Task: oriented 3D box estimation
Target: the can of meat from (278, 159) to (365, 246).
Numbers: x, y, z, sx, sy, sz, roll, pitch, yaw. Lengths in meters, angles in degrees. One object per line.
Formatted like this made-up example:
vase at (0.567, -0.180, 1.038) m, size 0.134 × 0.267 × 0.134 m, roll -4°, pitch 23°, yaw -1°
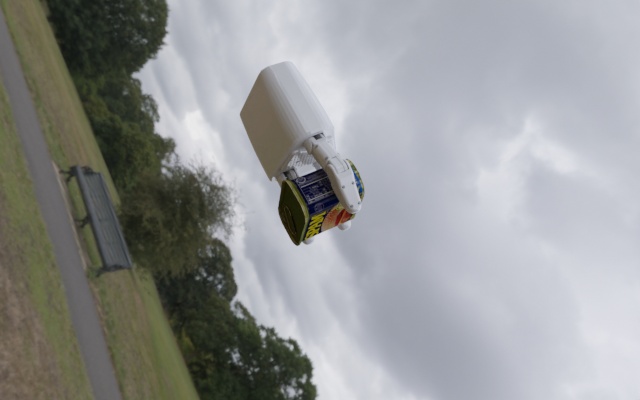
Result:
can of meat at (0.000, 0.002, 0.579) m, size 0.084 × 0.057 × 0.102 m, roll -23°, pitch -21°, yaw -20°
